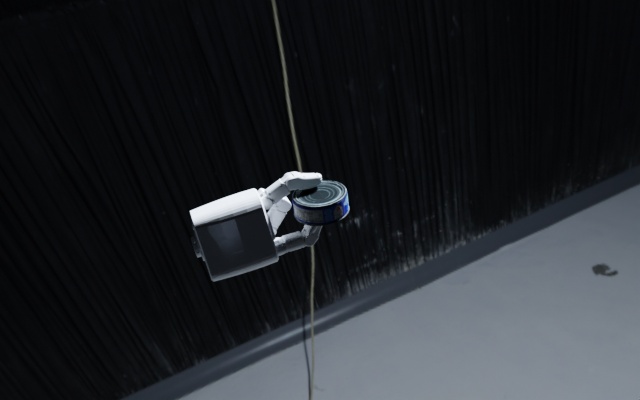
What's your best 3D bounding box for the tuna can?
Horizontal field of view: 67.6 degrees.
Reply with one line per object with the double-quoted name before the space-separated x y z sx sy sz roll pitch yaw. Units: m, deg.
"tuna can" 0.000 0.002 0.729 0.086 0.034 0.086 -6 29 3
